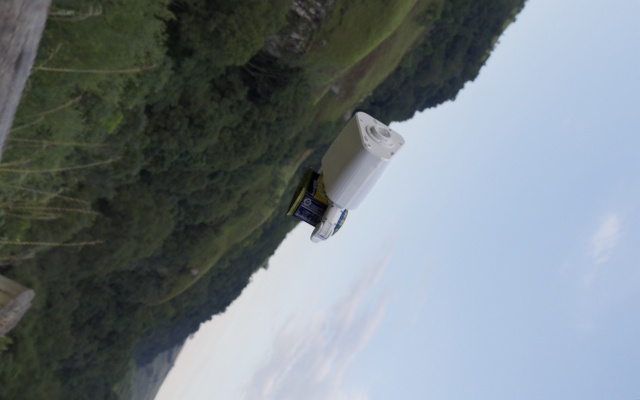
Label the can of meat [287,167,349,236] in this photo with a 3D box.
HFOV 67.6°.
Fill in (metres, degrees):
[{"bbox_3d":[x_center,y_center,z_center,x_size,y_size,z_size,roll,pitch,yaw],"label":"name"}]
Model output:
[{"bbox_3d":[0.000,0.003,0.786,0.084,0.057,0.102,29,31,-8],"label":"can of meat"}]
